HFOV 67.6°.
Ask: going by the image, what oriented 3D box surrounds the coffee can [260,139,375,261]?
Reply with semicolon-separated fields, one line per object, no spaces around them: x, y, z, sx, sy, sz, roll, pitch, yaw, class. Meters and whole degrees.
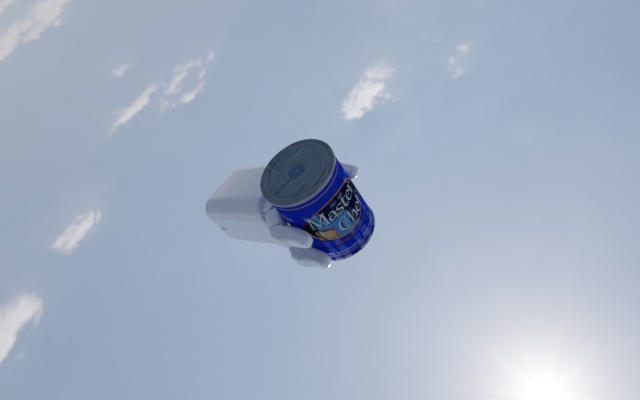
0.000;0.002;0.634;0.103;0.102;0.140;0;-34;32;coffee can
